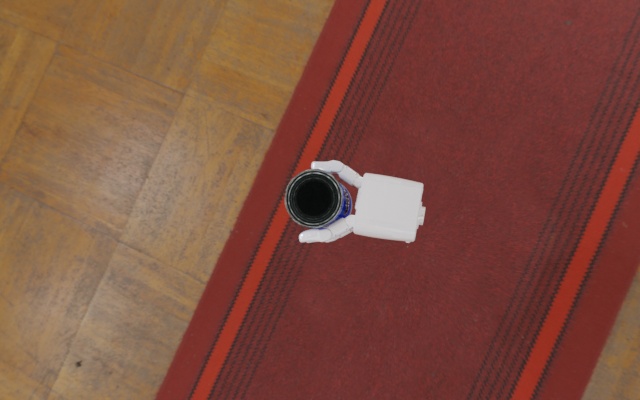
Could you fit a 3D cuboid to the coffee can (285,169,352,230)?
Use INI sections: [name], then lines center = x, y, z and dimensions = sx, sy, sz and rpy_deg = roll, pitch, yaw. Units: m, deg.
[coffee can]
center = 0.000, 0.003, 0.886
dimensions = 0.103, 0.103, 0.140
rpy_deg = 0, -5, 10
